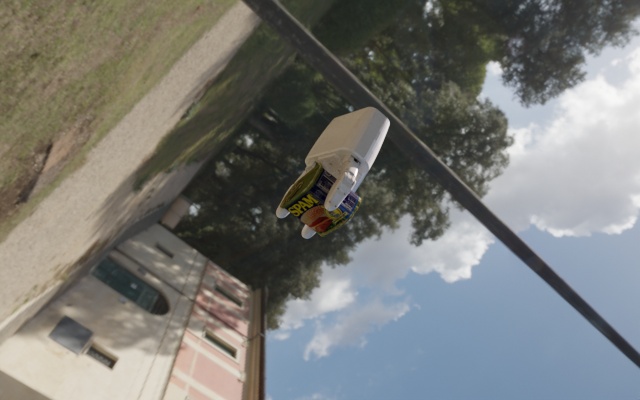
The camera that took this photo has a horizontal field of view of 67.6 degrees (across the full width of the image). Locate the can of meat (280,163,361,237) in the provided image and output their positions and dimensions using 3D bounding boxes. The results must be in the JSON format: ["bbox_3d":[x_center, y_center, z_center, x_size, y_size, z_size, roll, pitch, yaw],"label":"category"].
[{"bbox_3d":[0.000,0.003,0.730,0.084,0.057,0.102,38,-36,-14],"label":"can of meat"}]
